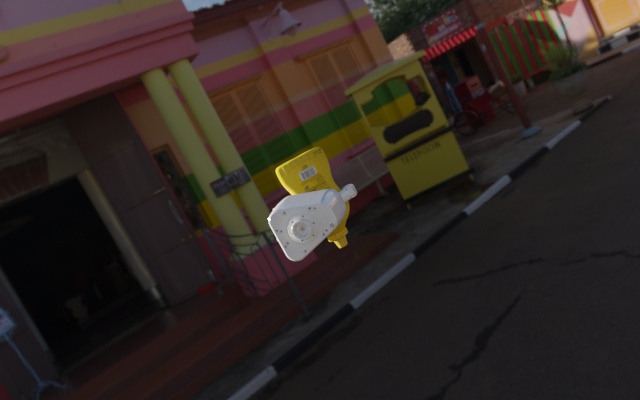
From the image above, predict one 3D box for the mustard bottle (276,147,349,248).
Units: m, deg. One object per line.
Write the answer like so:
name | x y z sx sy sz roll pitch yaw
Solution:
mustard bottle | 0.000 0.003 0.899 0.096 0.191 0.058 -29 7 -11
